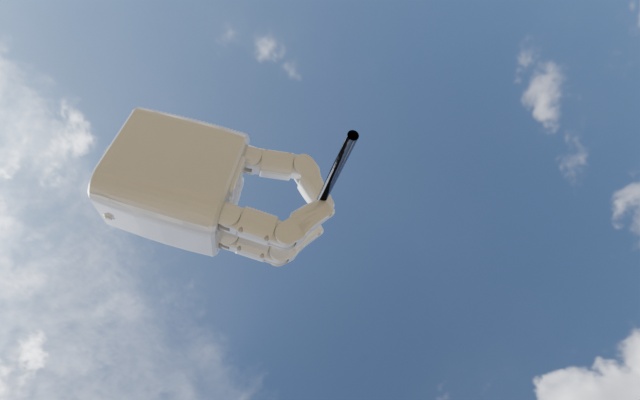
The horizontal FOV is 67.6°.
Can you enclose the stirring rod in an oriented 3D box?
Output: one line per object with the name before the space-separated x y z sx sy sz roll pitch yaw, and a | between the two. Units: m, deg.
stirring rod | 0.000 0.001 0.424 0.011 0.011 0.240 0 -22 -11
